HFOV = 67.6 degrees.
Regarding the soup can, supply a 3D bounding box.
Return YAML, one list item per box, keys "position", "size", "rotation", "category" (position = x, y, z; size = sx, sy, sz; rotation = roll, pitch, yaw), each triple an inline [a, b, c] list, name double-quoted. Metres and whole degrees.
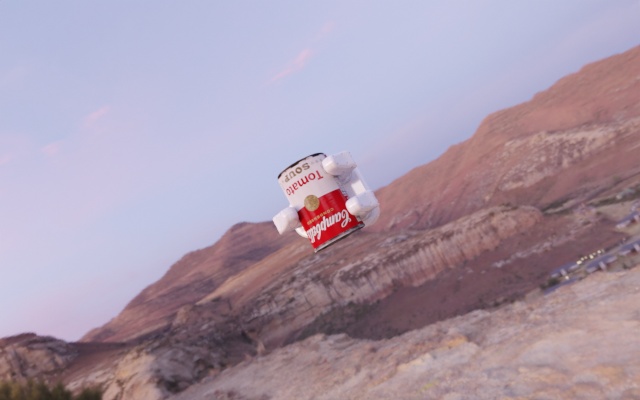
- position: [0.000, 0.002, 0.574]
  size: [0.068, 0.102, 0.068]
  rotation: [-28, -8, -4]
  category: "soup can"
